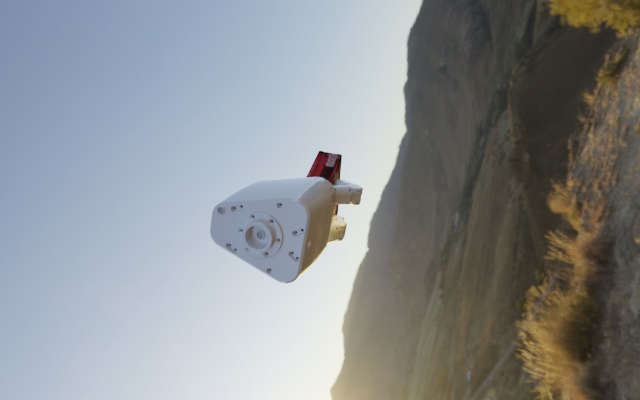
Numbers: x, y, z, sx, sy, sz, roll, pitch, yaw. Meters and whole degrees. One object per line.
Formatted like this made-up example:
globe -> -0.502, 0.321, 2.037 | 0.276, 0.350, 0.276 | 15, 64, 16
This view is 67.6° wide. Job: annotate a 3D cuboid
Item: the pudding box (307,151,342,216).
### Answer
pudding box -> 0.000, 0.002, 0.659 | 0.039, 0.114, 0.090 | 14, 44, 10
